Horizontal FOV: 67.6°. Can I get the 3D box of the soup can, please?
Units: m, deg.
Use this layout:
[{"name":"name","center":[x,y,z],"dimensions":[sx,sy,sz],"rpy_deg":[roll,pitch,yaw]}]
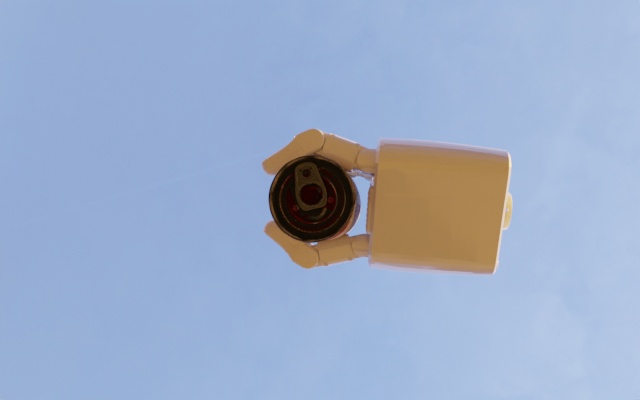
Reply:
[{"name":"soup can","center":[0.000,0.001,0.416],"dimensions":[0.068,0.068,0.102],"rpy_deg":[0,-3,8]}]
